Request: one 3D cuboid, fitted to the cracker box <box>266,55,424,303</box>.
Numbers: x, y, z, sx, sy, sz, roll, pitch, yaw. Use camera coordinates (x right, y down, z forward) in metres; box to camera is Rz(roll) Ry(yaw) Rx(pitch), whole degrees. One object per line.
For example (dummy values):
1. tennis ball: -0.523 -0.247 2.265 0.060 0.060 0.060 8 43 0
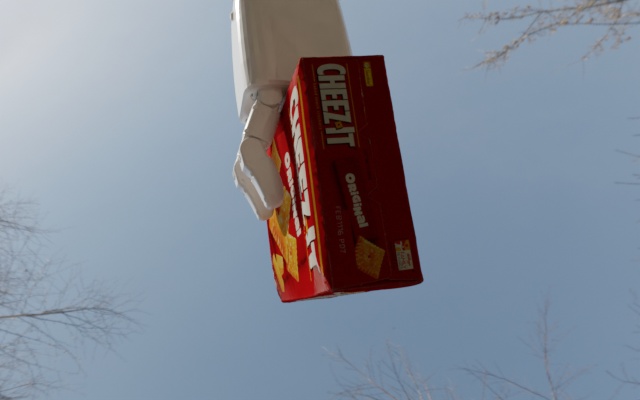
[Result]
1. cracker box: 0.000 0.001 0.413 0.072 0.164 0.214 -5 -12 -15
